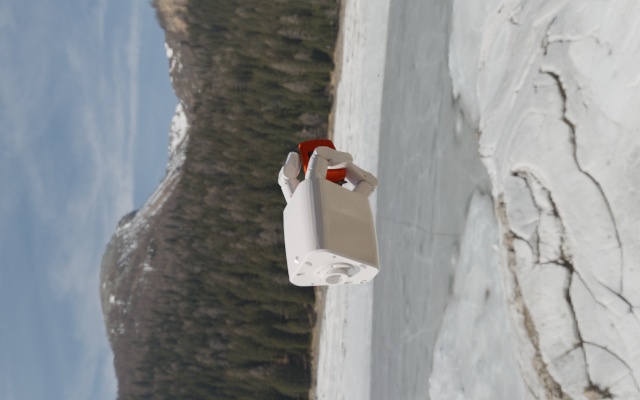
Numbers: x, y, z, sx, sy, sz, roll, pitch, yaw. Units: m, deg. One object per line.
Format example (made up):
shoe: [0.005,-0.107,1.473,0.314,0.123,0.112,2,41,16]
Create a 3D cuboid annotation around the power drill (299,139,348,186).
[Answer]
power drill: [0.000,0.002,0.748,0.057,0.188,0.184,-9,38,-9]
